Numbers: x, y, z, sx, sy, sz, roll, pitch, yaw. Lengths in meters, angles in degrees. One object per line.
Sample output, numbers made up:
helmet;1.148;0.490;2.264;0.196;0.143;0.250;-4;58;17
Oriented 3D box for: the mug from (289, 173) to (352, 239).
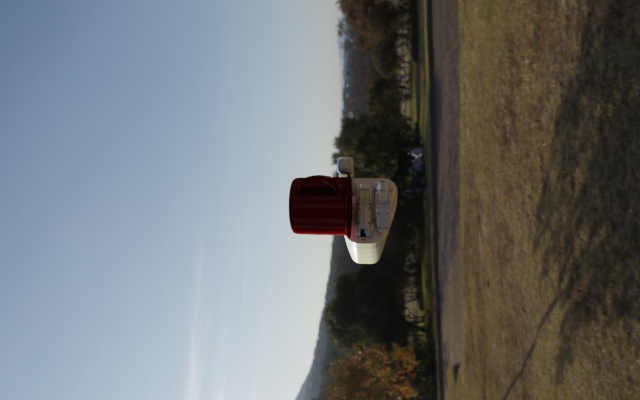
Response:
mug;0.000;0.002;0.667;0.081;0.093;0.117;0;-29;8
